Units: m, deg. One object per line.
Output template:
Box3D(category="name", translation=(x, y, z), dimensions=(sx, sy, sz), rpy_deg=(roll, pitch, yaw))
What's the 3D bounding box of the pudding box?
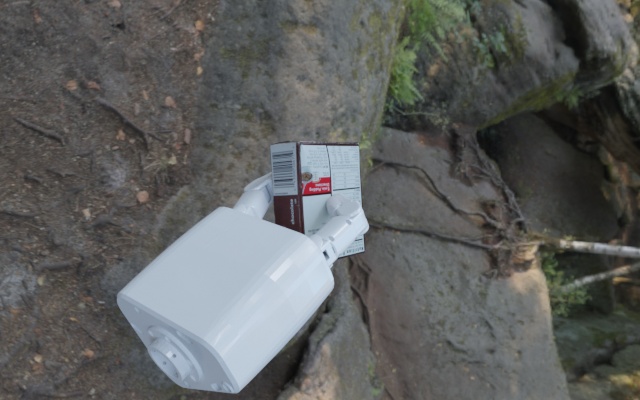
Box3D(category="pudding box", translation=(0.000, 0.001, 0.448), dimensions=(0.039, 0.113, 0.090), rpy_deg=(1, 5, 41))
